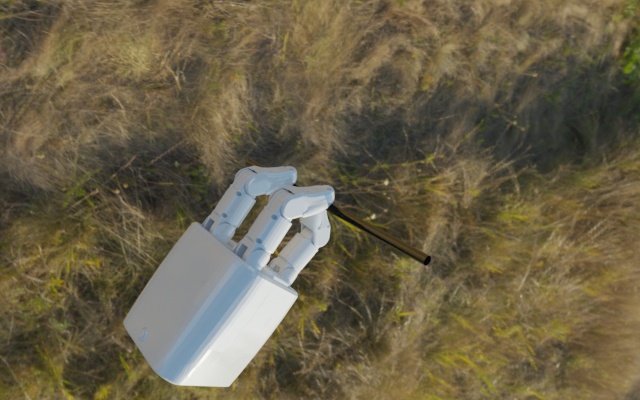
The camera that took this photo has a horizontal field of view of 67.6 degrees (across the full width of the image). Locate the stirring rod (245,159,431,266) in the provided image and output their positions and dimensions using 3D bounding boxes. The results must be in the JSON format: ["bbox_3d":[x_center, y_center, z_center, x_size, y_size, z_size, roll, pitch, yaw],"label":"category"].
[{"bbox_3d":[0.000,0.001,0.424,0.011,0.011,0.239,0,20,-43],"label":"stirring rod"}]
